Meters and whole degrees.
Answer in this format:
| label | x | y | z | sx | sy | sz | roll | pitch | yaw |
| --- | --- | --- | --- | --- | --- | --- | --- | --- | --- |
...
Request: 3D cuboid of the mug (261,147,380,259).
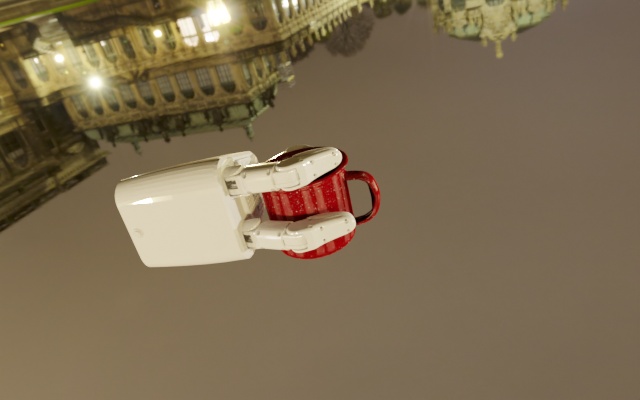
| label | x | y | z | sx | sy | sz | roll | pitch | yaw |
| --- | --- | --- | --- | --- | --- | --- | --- | --- | --- |
| mug | 0.002 | 0.001 | 0.464 | 0.117 | 0.081 | 0.093 | -7 | 27 | 13 |
